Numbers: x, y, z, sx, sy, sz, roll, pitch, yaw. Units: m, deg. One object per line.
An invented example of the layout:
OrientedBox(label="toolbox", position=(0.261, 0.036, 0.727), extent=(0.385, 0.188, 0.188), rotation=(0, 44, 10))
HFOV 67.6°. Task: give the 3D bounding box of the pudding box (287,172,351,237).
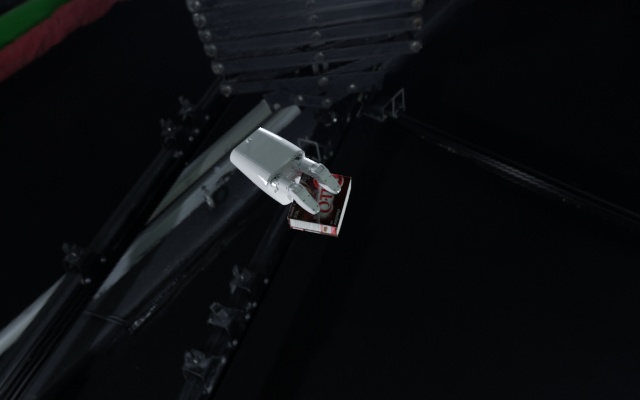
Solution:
OrientedBox(label="pudding box", position=(0.000, 0.003, 0.846), extent=(0.090, 0.113, 0.039), rotation=(9, -32, 10))
